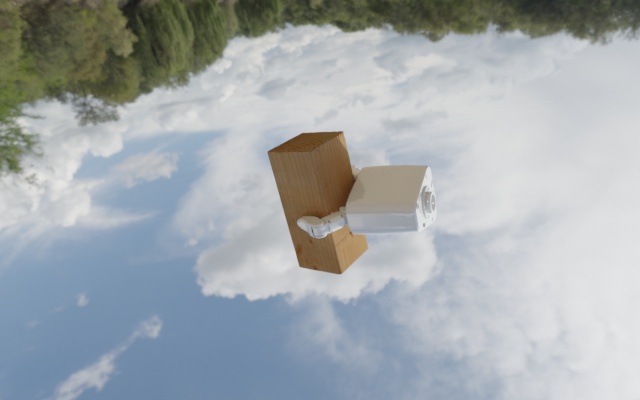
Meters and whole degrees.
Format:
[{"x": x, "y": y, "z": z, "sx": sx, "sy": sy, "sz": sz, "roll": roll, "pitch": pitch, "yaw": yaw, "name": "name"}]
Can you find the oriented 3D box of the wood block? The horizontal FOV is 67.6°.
[{"x": 0.000, "y": 0.003, "z": 0.763, "sx": 0.090, "sy": 0.206, "sz": 0.090, "roll": 4, "pitch": 28, "yaw": 39, "name": "wood block"}]
